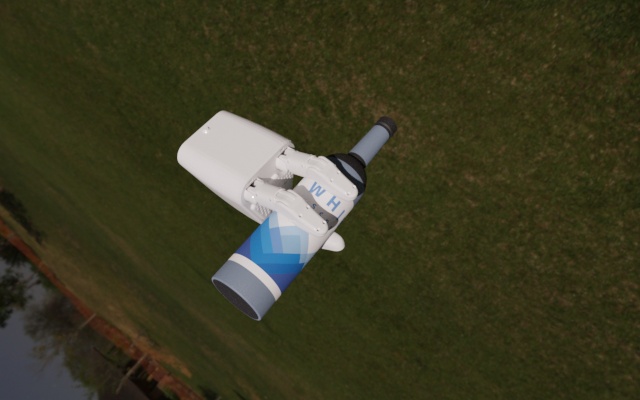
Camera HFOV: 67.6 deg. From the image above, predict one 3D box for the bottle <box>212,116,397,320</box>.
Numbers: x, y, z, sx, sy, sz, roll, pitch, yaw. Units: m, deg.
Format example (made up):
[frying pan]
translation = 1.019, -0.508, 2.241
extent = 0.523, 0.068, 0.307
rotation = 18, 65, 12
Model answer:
[bottle]
translation = 0.000, 0.002, 0.554
extent = 0.295, 0.069, 0.069
rotation = -49, 26, -25
